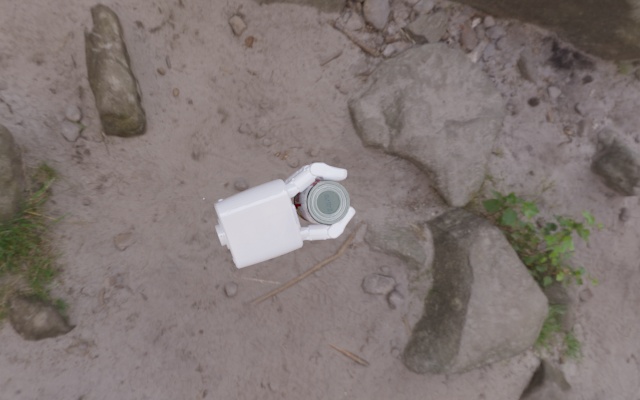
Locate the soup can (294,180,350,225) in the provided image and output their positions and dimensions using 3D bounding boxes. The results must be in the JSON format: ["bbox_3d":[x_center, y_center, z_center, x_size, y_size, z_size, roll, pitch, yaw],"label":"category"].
[{"bbox_3d":[0.001,0.002,0.744,0.068,0.068,0.102,0,0,-13],"label":"soup can"}]
